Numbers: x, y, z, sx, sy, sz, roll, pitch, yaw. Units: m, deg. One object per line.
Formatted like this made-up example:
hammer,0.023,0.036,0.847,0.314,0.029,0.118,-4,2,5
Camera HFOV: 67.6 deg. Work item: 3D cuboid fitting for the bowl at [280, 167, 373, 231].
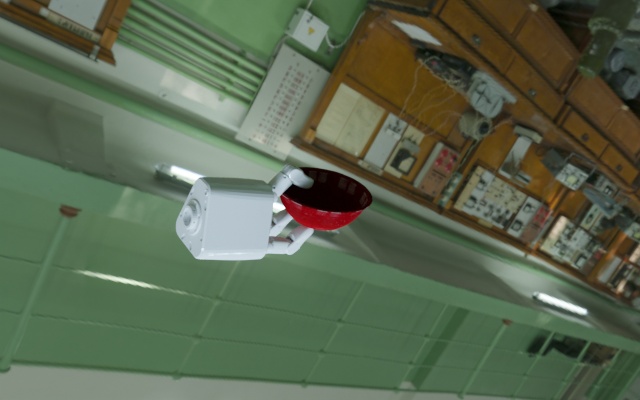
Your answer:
bowl,0.001,0.003,0.780,0.162,0.055,0.162,9,26,-5
